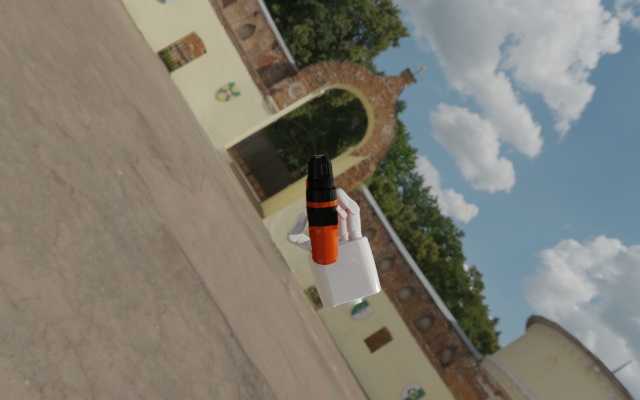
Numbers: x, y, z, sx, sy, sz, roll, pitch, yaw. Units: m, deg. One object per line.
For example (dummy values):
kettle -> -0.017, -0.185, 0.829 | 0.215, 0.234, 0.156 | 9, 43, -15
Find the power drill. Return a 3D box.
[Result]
power drill -> 0.000, 0.003, 0.850 | 0.057, 0.184, 0.187 | -2, 11, 0
